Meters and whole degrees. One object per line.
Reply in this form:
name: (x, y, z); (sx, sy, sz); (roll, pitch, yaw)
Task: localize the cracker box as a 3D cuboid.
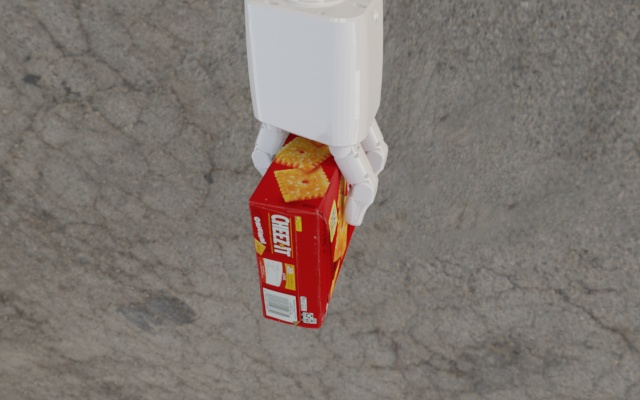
cracker box: (0.000, 0.002, 0.513); (0.072, 0.164, 0.213); (10, 41, 13)
